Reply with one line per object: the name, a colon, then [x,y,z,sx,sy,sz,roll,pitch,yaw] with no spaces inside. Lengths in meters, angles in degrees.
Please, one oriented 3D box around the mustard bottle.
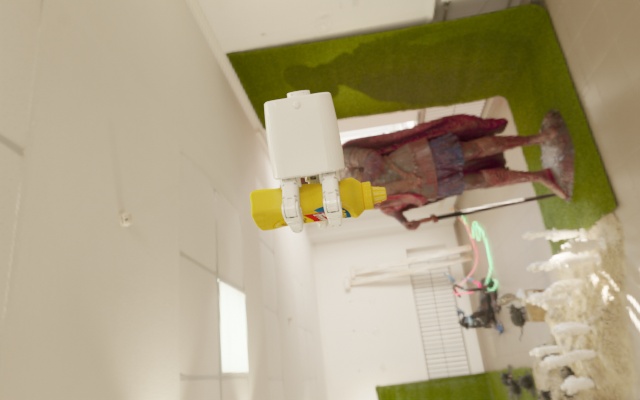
mustard bottle: [0.000,0.003,0.698,0.191,0.058,0.096,-8,-17,5]
